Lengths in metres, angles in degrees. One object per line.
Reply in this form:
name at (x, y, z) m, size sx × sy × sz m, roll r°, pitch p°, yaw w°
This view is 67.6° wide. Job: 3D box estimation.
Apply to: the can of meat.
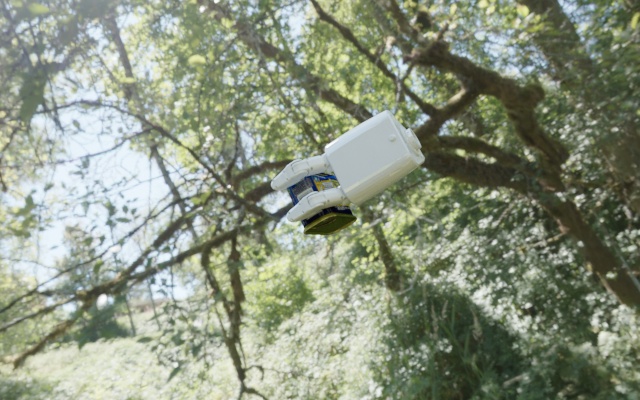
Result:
can of meat at (0.000, 0.002, 0.719) m, size 0.057 × 0.084 × 0.102 m, roll -32°, pitch -19°, yaw 23°
